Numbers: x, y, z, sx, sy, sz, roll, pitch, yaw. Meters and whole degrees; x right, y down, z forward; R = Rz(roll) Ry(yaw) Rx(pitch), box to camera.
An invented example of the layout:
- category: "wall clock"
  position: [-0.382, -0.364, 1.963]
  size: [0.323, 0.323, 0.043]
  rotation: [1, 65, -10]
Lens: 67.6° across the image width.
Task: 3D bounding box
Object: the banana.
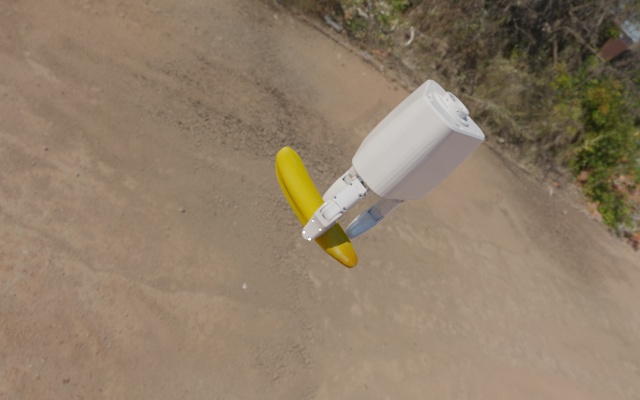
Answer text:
- category: "banana"
  position: [-0.013, -0.004, 0.591]
  size: [0.037, 0.197, 0.069]
  rotation: [-44, -35, 25]
